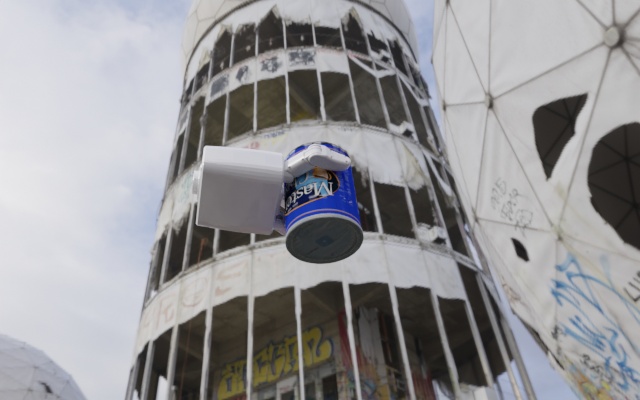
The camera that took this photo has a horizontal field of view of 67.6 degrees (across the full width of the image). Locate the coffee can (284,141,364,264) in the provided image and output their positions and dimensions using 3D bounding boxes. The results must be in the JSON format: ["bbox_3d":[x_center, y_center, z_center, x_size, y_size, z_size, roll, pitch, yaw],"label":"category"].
[{"bbox_3d":[0.000,0.002,0.667,0.103,0.140,0.103,-3,-41,-3],"label":"coffee can"}]
